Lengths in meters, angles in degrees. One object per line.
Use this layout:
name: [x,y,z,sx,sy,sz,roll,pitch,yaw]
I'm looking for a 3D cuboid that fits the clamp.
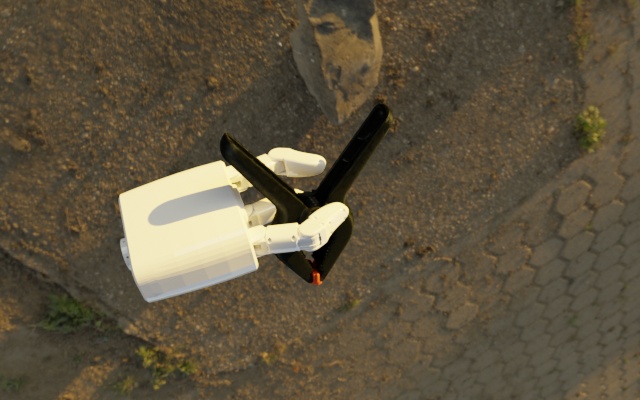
clamp: [0.000,0.003,0.485,0.164,0.210,0.036,-19,41,-12]
